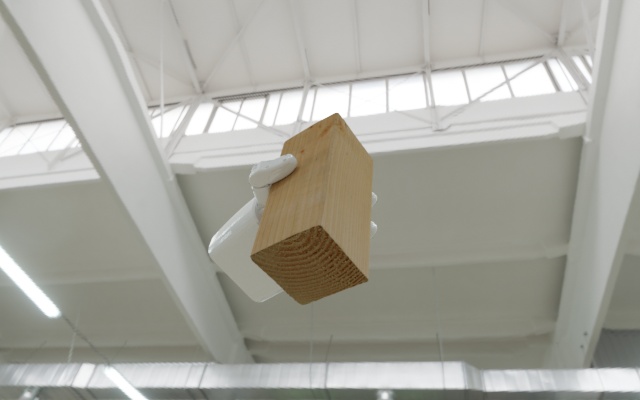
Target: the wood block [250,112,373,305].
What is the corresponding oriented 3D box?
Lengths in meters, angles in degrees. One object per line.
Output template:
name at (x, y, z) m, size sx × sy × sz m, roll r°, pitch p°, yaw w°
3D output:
wood block at (0.000, 0.002, 0.550) m, size 0.090 × 0.091 × 0.206 m, roll -26°, pitch 33°, yaw 26°
